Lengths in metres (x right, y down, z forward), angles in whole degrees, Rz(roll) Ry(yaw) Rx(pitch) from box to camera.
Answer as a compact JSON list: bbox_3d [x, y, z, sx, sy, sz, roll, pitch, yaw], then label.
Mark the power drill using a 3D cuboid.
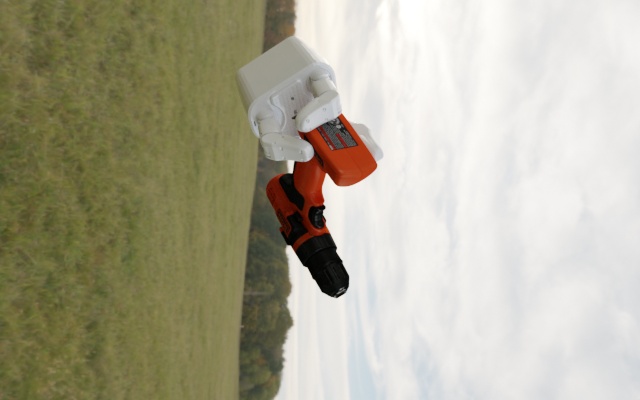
[{"bbox_3d":[0.000,0.001,0.561,0.057,0.184,0.188,-16,-31,-31],"label":"power drill"}]
